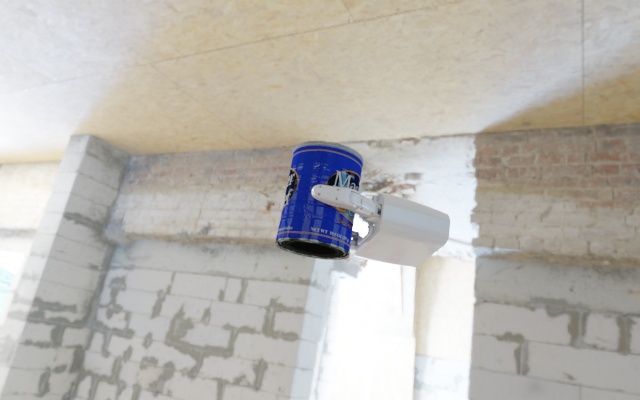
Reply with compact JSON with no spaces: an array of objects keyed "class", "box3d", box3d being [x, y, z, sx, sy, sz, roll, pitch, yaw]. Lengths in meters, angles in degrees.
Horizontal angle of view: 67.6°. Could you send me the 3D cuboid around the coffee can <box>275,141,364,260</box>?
[{"class":"coffee can","box3d":[0.000,0.002,0.664,0.103,0.140,0.103,9,-18,3]}]
